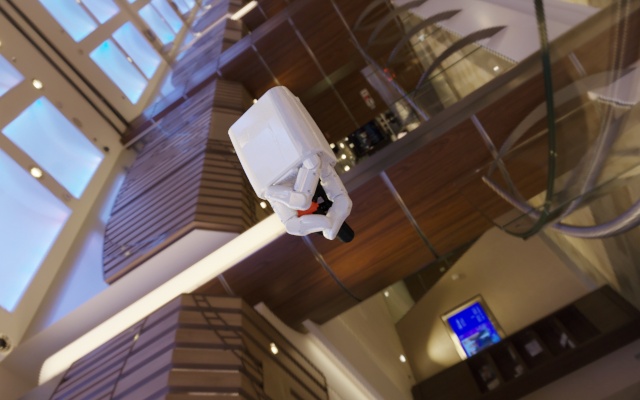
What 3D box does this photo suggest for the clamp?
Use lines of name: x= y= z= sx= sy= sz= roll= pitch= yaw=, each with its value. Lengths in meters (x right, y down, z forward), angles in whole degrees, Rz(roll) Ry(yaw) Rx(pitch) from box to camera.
clamp: x=0.000 y=0.003 z=0.700 sx=0.039 sy=0.120 sz=0.171 roll=-31 pitch=-16 yaw=10
